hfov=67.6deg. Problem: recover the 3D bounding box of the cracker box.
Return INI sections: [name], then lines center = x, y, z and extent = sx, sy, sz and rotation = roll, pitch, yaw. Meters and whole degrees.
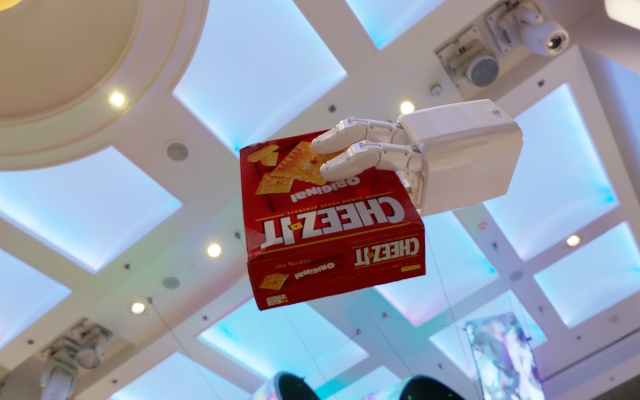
[cracker box]
center = 0.000, 0.002, 0.513
extent = 0.164, 0.072, 0.213
rotation = -12, 36, -4
